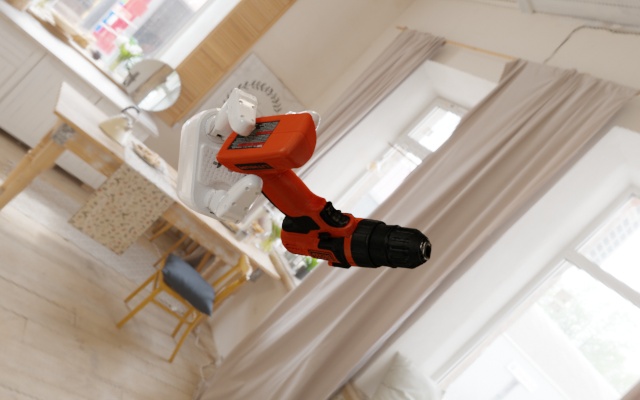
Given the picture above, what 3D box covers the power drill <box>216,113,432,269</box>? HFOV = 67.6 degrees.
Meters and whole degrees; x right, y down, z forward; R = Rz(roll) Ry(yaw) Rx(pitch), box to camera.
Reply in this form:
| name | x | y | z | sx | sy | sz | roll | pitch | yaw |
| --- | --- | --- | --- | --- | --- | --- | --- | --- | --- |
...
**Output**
| name | x | y | z | sx | sy | sz | roll | pitch | yaw |
| --- | --- | --- | --- | --- | --- | --- | --- | --- | --- |
| power drill | 0.000 | 0.001 | 0.471 | 0.184 | 0.057 | 0.188 | 1 | -40 | 39 |
